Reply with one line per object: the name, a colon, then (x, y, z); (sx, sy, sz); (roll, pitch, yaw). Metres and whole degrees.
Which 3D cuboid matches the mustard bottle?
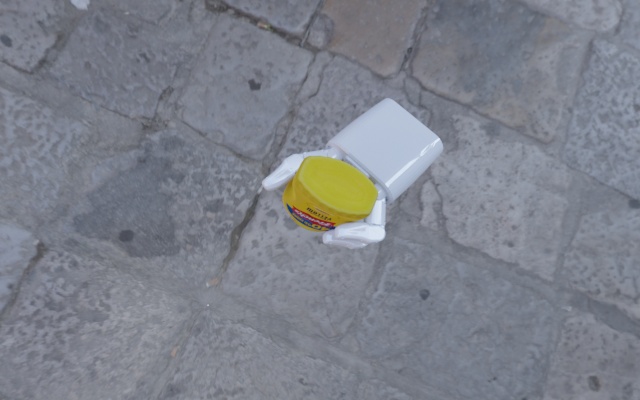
mustard bottle: (0.000, 0.002, 0.619); (0.096, 0.058, 0.192); (25, -16, -7)
